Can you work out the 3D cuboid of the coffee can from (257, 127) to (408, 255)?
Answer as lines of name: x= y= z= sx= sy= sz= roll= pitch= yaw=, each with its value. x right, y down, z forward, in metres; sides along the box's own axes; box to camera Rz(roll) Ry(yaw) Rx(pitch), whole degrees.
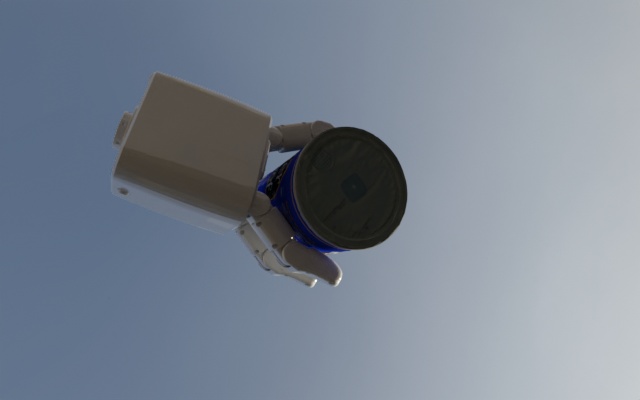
coffee can: x=0.000 y=0.001 z=0.449 sx=0.103 sy=0.103 sz=0.140 roll=0 pitch=-11 yaw=-24
